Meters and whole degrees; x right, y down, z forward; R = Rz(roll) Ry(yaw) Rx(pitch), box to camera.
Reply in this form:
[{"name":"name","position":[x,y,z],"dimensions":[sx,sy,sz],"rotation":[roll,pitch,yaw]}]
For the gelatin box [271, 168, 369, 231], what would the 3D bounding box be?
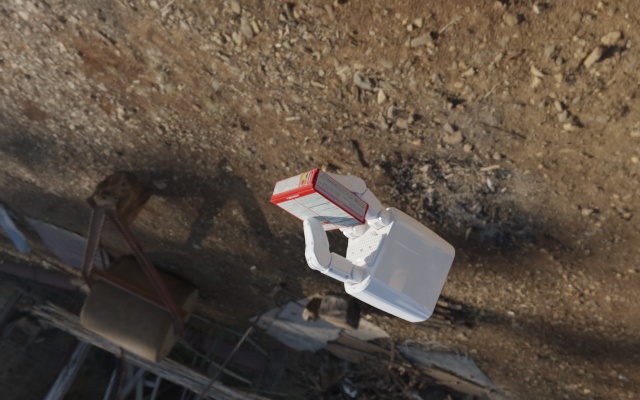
[{"name":"gelatin box","position":[0.000,0.002,0.552],"dimensions":[0.089,0.030,0.073],"rotation":[33,-31,-34]}]
